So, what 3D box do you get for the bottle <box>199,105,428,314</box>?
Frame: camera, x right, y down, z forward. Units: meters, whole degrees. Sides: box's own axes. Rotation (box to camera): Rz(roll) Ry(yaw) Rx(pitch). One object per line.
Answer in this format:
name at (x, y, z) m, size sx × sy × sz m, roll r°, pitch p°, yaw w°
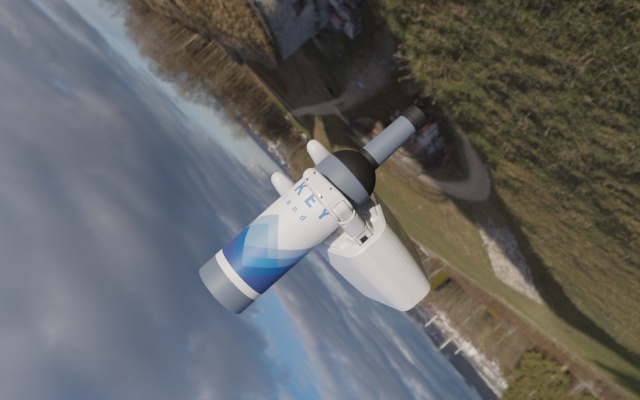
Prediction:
bottle at (0.000, 0.002, 0.525) m, size 0.295 × 0.069 × 0.069 m, roll -42°, pitch 1°, yaw -1°
